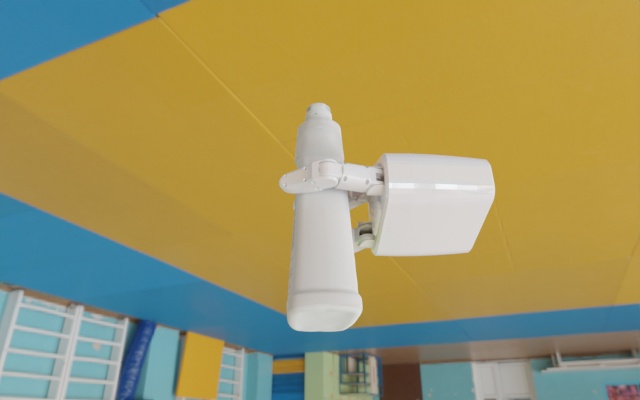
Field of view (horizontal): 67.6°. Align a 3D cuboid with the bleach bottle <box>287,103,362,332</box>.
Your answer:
[{"bbox_3d":[0.000,0.002,0.500,0.068,0.250,0.103,2,-27,-5],"label":"bleach bottle"}]
